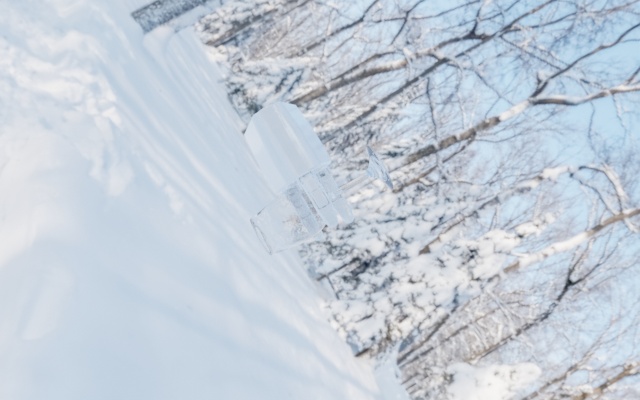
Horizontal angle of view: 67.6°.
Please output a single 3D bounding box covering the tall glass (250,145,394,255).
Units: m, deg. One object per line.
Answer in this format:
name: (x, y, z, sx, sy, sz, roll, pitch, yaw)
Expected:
tall glass: (0.001, 0.002, 0.688, 0.201, 0.079, 0.079, -31, 1, -2)
